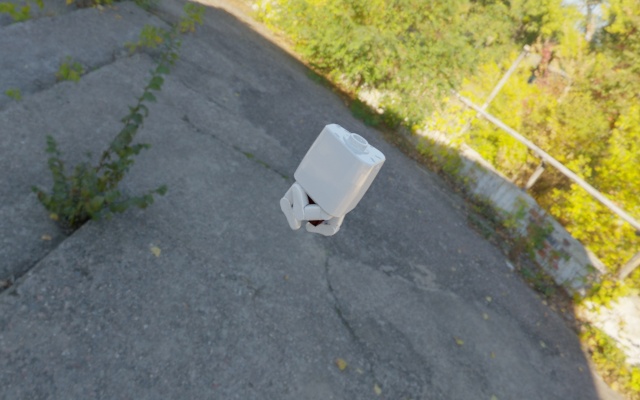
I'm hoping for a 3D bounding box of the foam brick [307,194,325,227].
[{"bbox_3d":[0.000,0.003,0.838,0.053,0.051,0.078,39,26,11],"label":"foam brick"}]
